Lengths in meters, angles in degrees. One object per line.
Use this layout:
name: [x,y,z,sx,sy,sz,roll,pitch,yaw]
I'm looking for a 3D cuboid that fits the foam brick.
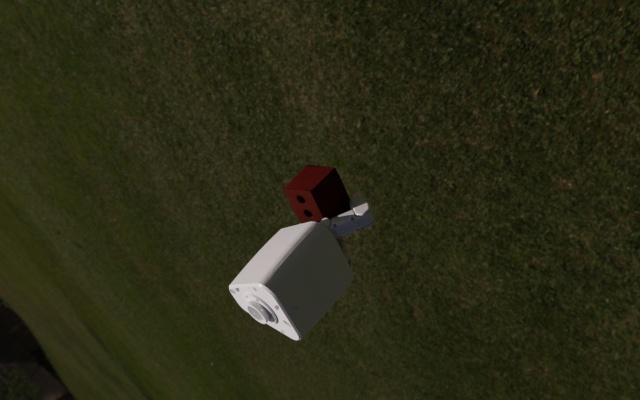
foam brick: [0.000,0.002,0.603,0.053,0.078,0.051,7,42,46]
